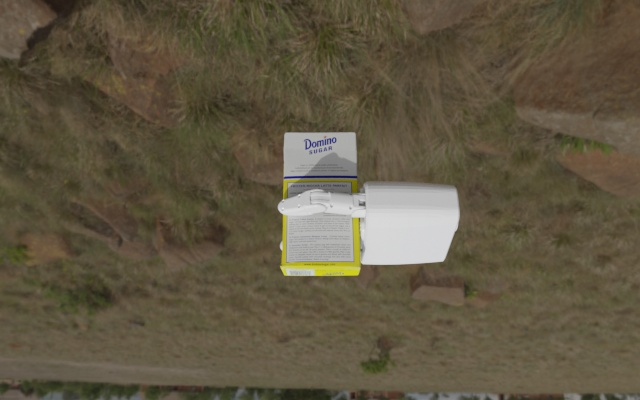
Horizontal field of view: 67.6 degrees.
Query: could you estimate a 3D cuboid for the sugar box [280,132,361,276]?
[{"bbox_3d":[0.000,0.002,0.589,0.093,0.176,0.048,0,-23,0],"label":"sugar box"}]
